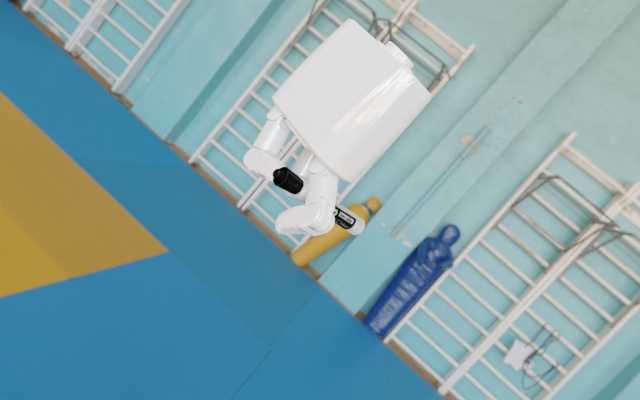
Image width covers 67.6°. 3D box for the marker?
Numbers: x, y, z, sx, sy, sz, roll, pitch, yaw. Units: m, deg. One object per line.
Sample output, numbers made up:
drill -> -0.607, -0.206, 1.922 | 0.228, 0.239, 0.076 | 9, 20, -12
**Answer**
marker -> 0.000, 0.002, 0.448 | 0.020, 0.020, 0.121 | 0, -25, 44
